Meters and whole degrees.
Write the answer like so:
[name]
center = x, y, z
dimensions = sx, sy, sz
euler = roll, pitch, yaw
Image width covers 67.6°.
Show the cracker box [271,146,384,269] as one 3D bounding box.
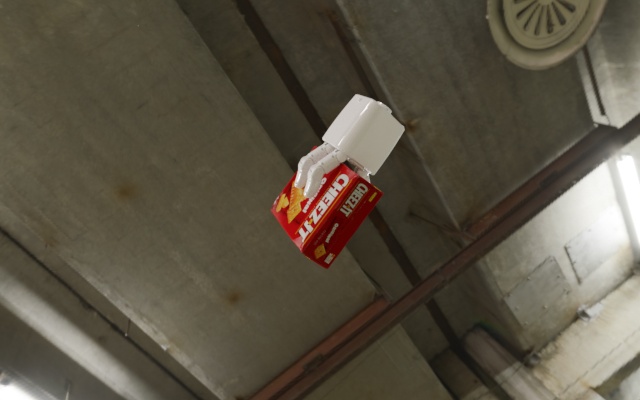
[cracker box]
center = 0.000, 0.003, 0.888
dimensions = 0.072, 0.164, 0.213
euler = 33, 5, -27
